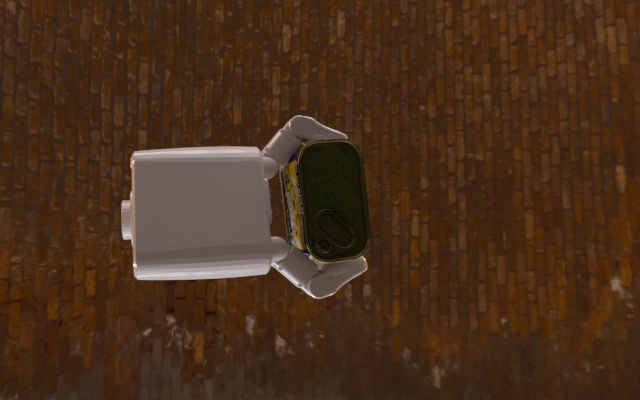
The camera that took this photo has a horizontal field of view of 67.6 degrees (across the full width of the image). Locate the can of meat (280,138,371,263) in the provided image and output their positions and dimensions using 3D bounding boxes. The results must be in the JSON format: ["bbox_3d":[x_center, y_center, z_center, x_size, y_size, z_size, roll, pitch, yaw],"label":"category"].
[{"bbox_3d":[0.000,0.001,0.432,0.057,0.102,0.084,-6,0,-18],"label":"can of meat"}]
